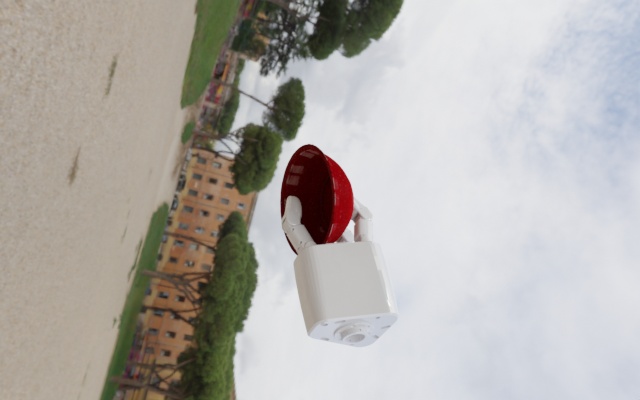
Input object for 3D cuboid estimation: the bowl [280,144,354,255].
[{"bbox_3d":[0.000,0.001,0.682,0.055,0.162,0.162,0,0,-30],"label":"bowl"}]
